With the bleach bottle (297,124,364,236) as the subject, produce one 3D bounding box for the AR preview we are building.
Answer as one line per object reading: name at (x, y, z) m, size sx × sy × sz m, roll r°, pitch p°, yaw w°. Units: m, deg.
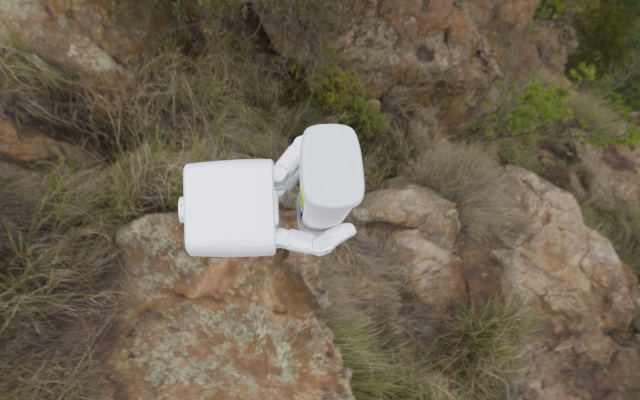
bleach bottle at (0.000, 0.002, 0.621) m, size 0.068 × 0.102 × 0.251 m, roll -1°, pitch -20°, yaw -6°
